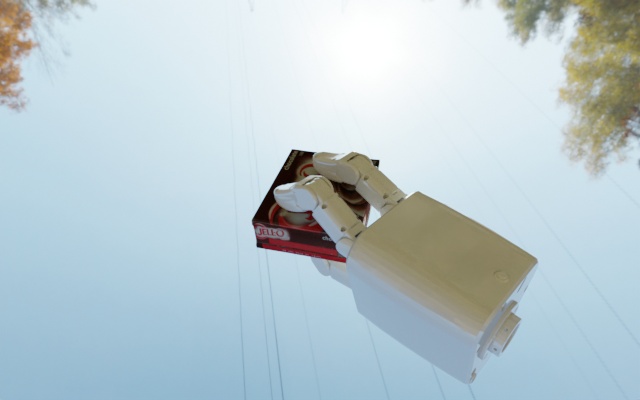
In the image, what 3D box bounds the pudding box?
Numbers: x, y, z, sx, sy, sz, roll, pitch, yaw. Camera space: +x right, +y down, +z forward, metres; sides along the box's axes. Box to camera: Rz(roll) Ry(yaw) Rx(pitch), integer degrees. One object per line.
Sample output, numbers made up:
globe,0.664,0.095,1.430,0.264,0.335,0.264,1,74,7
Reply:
pudding box,0.000,0.002,0.432,0.090,0.039,0.113,9,39,12
